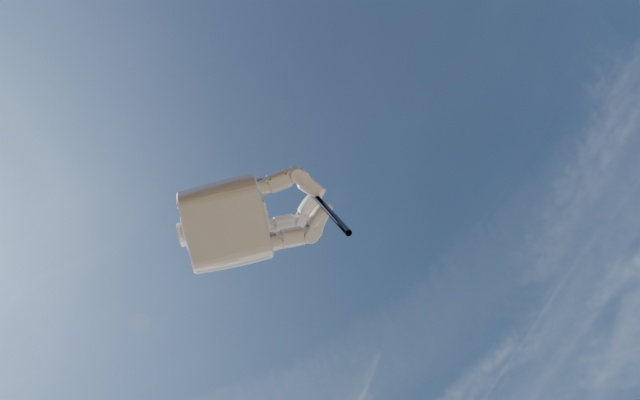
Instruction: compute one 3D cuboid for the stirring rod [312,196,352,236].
[{"bbox_3d":[0.000,0.002,0.647,0.011,0.011,0.239,0,17,-16],"label":"stirring rod"}]
